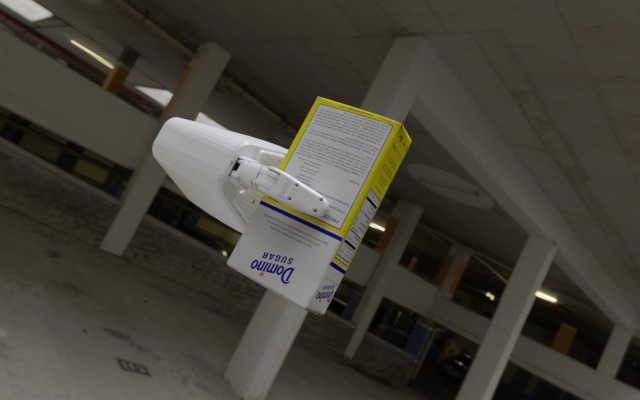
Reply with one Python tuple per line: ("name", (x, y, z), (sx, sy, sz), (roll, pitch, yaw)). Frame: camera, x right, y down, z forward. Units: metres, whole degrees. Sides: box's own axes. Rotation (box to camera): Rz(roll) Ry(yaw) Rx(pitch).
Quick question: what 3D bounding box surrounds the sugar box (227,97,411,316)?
("sugar box", (0.000, 0.001, 0.426), (0.093, 0.176, 0.048), (24, -7, 30))
